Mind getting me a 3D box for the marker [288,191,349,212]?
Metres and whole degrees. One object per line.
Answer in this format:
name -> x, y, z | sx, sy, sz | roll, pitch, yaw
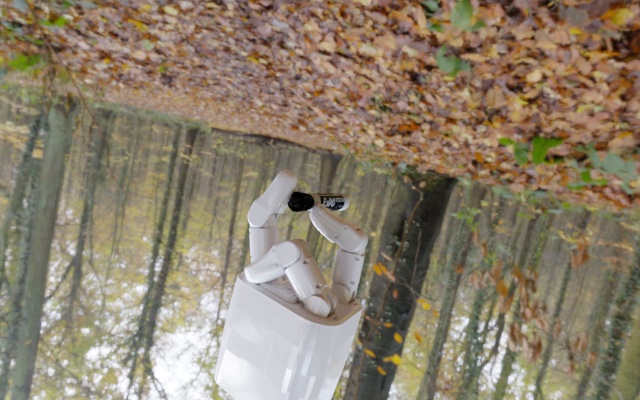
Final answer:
marker -> 0.000, 0.002, 0.479 | 0.020, 0.020, 0.121 | 0, 0, 23
